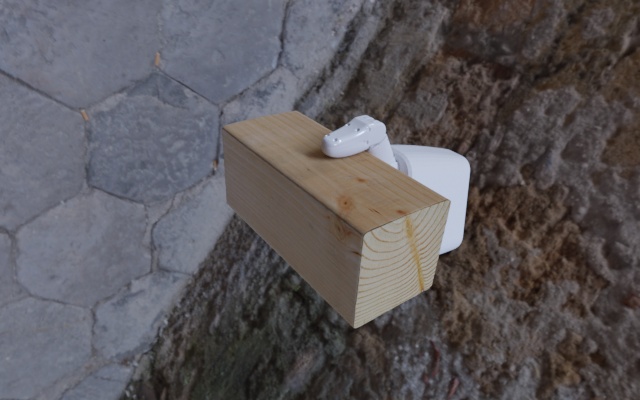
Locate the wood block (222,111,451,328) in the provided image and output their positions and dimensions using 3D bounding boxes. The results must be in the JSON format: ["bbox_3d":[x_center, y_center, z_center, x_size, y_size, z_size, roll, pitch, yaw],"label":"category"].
[{"bbox_3d":[0.000,0.001,0.425,0.090,0.091,0.206,-19,38,-32],"label":"wood block"}]
